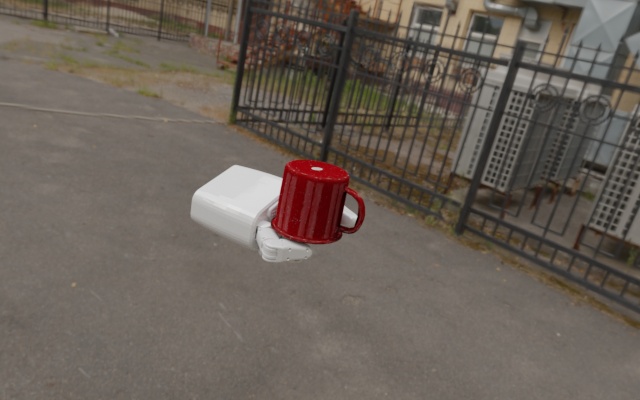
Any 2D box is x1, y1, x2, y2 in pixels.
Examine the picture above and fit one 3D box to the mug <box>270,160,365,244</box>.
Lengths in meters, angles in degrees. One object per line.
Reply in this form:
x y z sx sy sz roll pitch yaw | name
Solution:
0.001 0.002 0.589 0.117 0.081 0.093 19 20 23 | mug
